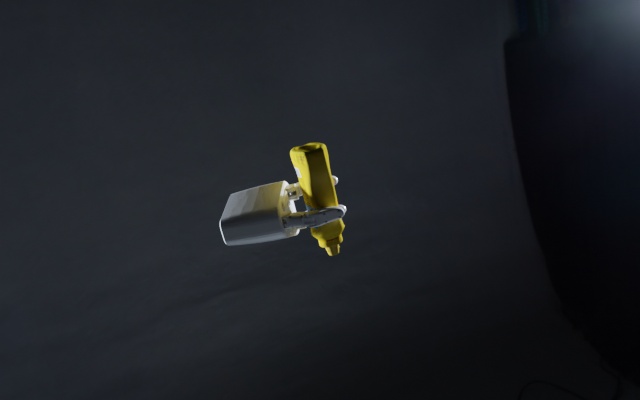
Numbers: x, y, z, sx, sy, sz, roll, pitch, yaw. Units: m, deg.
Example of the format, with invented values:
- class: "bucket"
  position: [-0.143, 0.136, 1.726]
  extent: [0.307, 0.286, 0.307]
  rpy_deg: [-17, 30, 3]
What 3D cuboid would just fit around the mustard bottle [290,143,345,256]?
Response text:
- class: "mustard bottle"
  position: [0.000, 0.002, 0.800]
  extent: [0.058, 0.192, 0.096]
  rpy_deg: [-17, 15, -12]
